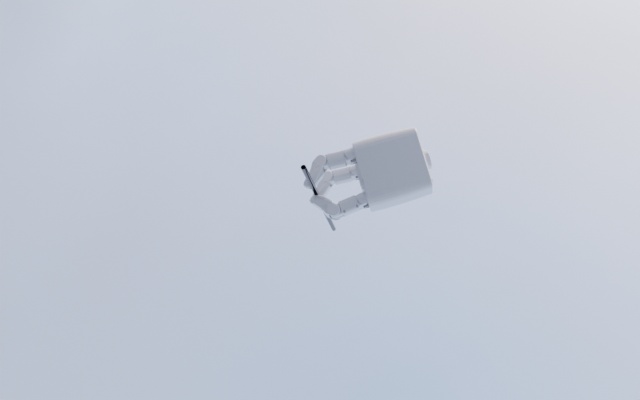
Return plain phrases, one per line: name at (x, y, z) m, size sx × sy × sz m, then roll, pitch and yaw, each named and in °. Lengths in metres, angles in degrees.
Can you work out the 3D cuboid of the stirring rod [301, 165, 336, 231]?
stirring rod at (0.000, 0.003, 0.813) m, size 0.011 × 0.011 × 0.240 m, roll 0°, pitch -26°, yaw 14°
